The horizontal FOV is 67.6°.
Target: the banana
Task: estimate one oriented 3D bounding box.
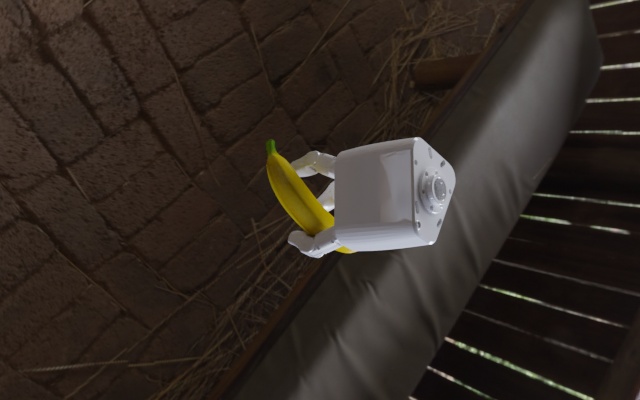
[{"bbox_3d":[-0.007,0.011,0.601,0.037,0.198,0.069,-22,28,34],"label":"banana"}]
